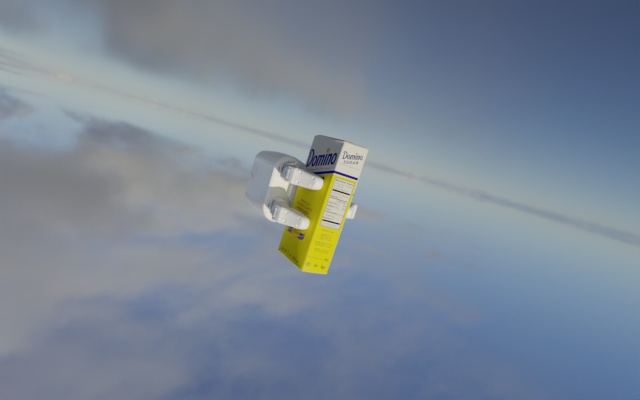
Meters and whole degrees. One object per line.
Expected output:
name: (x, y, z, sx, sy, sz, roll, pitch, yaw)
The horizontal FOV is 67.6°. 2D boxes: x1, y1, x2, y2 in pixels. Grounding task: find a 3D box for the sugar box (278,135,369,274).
sugar box: (0.000, 0.002, 0.648, 0.048, 0.176, 0.093, 13, 6, -28)
